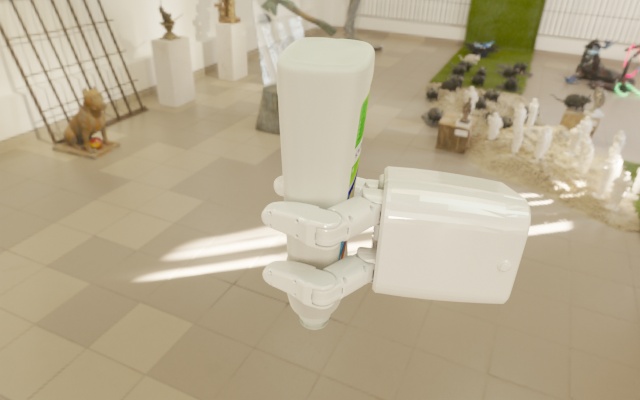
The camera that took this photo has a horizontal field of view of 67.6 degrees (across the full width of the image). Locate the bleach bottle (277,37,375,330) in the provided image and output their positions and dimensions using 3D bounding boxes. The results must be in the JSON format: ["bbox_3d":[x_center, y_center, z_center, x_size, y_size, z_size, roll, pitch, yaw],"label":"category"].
[{"bbox_3d":[0.000,0.001,0.404,0.068,0.251,0.102,6,30,6],"label":"bleach bottle"}]
